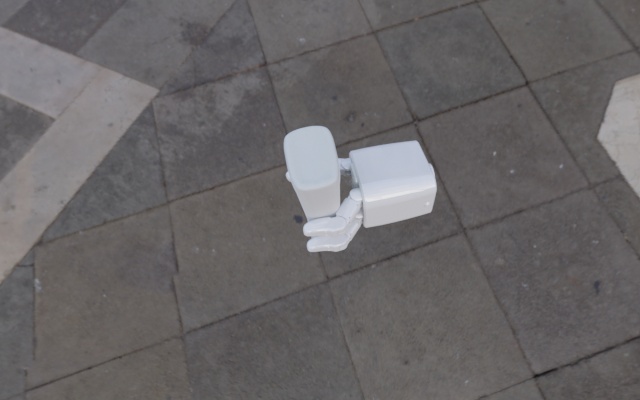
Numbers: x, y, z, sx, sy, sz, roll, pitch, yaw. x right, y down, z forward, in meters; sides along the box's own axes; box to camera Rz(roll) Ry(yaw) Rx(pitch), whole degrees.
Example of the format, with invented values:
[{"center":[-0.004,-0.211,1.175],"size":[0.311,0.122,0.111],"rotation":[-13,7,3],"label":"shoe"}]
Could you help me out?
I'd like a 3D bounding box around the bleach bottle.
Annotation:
[{"center":[0.000,0.002,0.726],"size":[0.068,0.102,0.251],"rotation":[-12,-29,0],"label":"bleach bottle"}]
